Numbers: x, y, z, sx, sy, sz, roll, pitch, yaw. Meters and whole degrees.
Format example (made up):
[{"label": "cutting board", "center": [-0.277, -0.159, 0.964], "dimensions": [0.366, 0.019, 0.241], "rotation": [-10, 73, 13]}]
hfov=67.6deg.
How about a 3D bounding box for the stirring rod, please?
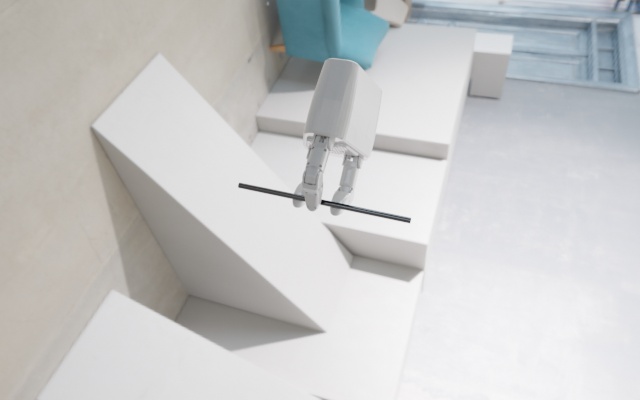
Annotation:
[{"label": "stirring rod", "center": [0.000, 0.002, 0.633], "dimensions": [0.239, 0.011, 0.011], "rotation": [12, 3, 16]}]
